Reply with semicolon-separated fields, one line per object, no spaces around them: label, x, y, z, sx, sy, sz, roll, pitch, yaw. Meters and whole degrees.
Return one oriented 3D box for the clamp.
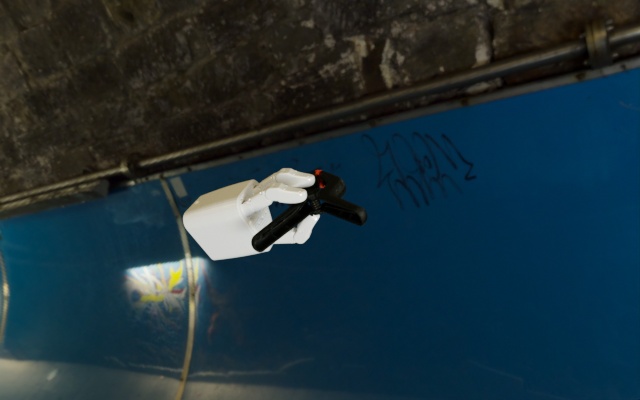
clamp;0.000;0.003;0.718;0.164;0.036;0.210;-12;23;19
